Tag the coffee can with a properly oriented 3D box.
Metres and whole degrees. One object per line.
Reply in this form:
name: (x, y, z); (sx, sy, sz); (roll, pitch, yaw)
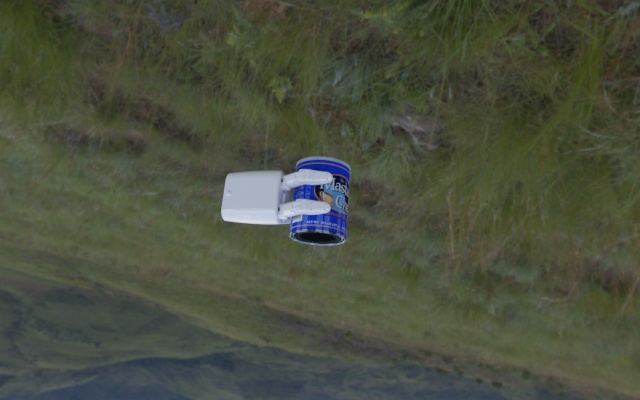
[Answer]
coffee can: (0.000, 0.003, 0.876); (0.103, 0.140, 0.103); (4, -18, 1)
